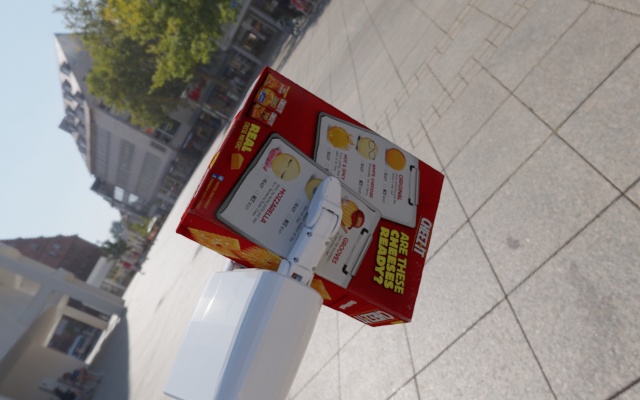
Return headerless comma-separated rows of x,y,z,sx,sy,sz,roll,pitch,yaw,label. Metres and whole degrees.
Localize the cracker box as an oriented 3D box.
0.000,0.001,0.452,0.214,0.164,0.072,29,-29,-15,cracker box
